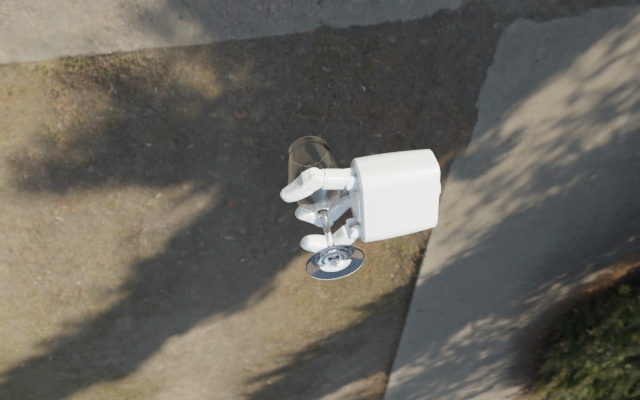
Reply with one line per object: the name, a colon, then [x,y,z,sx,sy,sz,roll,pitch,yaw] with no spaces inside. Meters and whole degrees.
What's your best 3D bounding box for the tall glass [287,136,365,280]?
tall glass: [0.000,0.003,0.645,0.079,0.200,0.079,-8,-39,-7]
